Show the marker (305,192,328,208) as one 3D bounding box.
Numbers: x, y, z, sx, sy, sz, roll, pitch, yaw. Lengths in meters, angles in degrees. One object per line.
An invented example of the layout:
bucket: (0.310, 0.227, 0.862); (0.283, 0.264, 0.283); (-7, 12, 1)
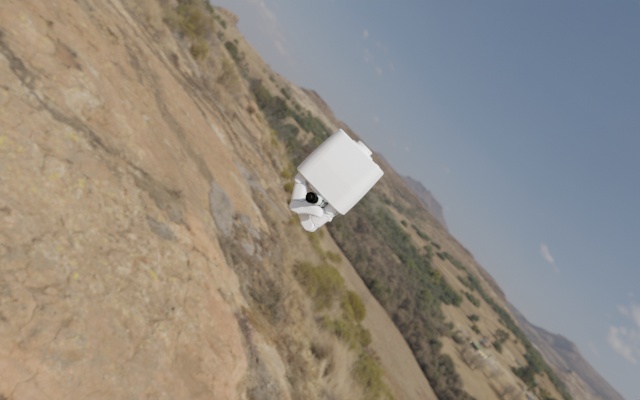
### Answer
marker: (0.000, 0.003, 0.837); (0.020, 0.020, 0.121); (0, -9, 18)
